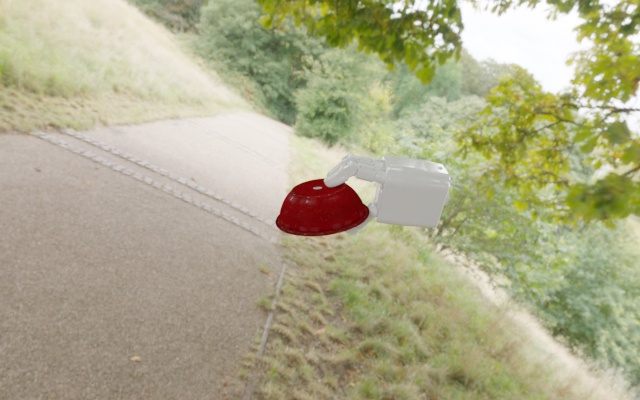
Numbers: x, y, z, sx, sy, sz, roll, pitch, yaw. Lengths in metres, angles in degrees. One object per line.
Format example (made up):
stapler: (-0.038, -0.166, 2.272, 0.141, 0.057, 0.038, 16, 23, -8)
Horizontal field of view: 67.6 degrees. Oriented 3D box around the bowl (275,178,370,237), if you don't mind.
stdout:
bowl: (-0.001, 0.002, 0.804, 0.162, 0.055, 0.162, -7, 20, 3)
